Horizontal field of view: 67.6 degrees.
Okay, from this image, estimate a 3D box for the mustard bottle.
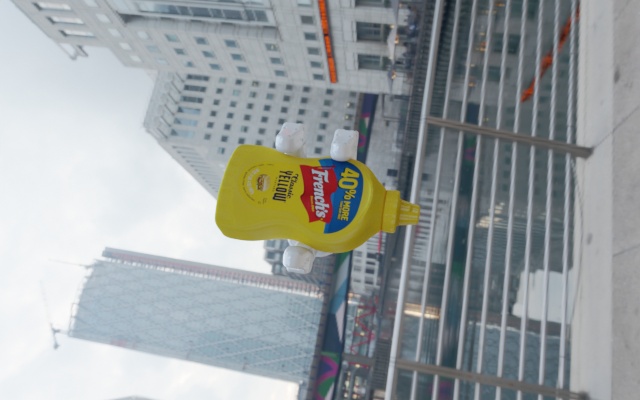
[{"bbox_3d":[0.000,0.001,0.469,0.191,0.096,0.058,8,-26,9],"label":"mustard bottle"}]
